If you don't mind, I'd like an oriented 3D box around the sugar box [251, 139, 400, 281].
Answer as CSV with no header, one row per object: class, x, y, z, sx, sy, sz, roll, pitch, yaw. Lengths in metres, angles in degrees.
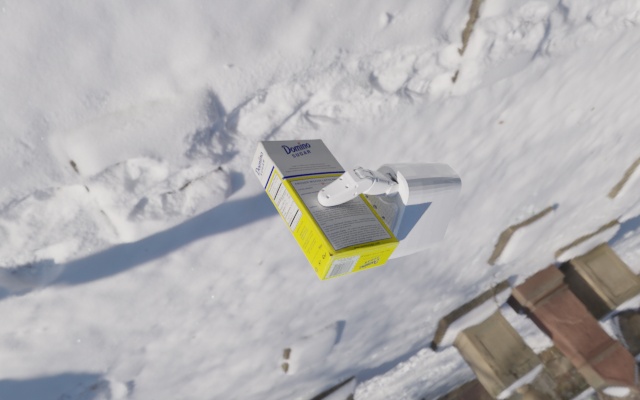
sugar box,0.000,0.002,0.540,0.093,0.048,0.176,-7,47,-36
